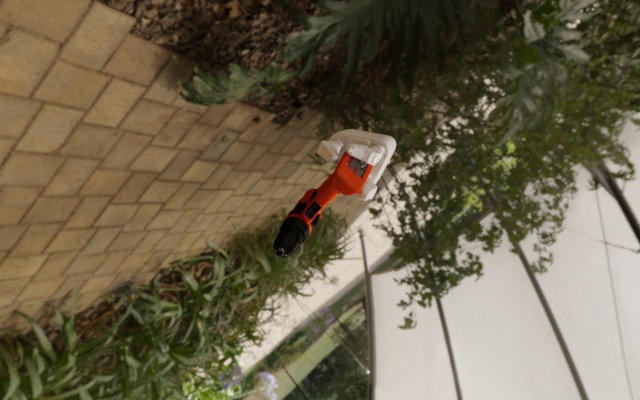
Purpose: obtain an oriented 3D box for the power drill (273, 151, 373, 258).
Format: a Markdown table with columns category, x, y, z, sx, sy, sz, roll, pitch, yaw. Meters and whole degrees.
| category | x | y | z | sx | sy | sz | roll | pitch | yaw |
| --- | --- | --- | --- | --- | --- | --- | --- | --- | --- |
| power drill | 0.001 | 0.002 | 0.828 | 0.188 | 0.057 | 0.184 | -42 | 12 | 38 |
